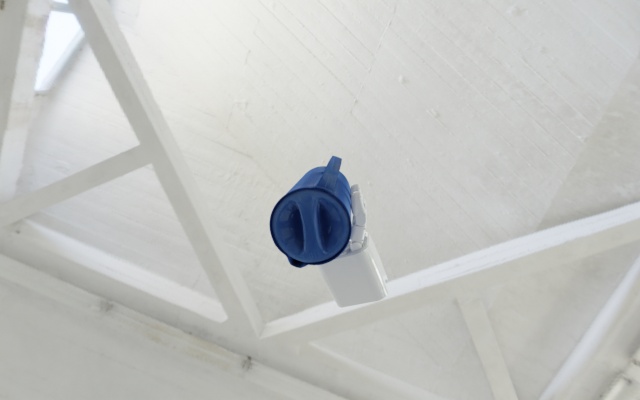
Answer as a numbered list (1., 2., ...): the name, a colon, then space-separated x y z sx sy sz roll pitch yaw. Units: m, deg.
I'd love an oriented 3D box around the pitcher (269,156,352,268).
1. pitcher: 0.000 0.003 0.869 0.149 0.145 0.242 -24 12 13
